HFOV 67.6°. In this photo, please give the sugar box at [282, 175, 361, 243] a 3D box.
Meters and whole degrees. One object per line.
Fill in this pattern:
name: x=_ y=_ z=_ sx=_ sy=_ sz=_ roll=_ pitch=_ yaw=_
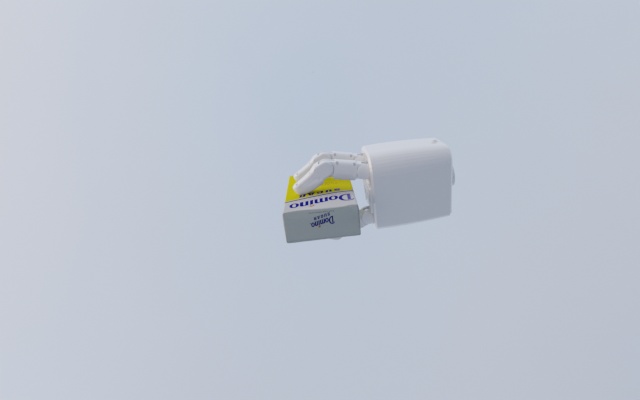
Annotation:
sugar box: x=0.000 y=0.002 z=0.646 sx=0.093 sy=0.048 sz=0.176 roll=-7 pitch=15 yaw=0
